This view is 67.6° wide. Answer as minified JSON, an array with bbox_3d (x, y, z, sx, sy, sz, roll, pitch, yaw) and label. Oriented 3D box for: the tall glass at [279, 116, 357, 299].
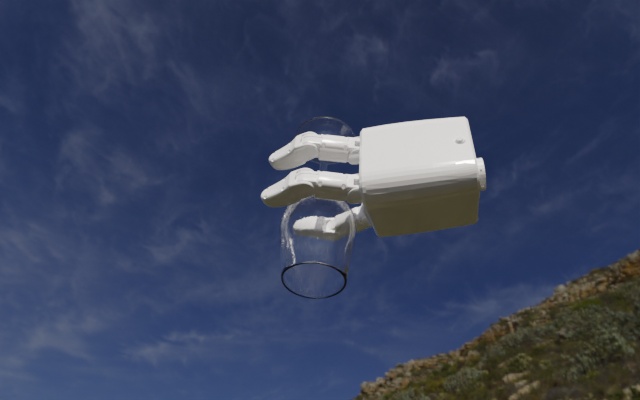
[{"bbox_3d":[0.000,0.001,0.509,0.079,0.200,0.079,3,-42,3],"label":"tall glass"}]
